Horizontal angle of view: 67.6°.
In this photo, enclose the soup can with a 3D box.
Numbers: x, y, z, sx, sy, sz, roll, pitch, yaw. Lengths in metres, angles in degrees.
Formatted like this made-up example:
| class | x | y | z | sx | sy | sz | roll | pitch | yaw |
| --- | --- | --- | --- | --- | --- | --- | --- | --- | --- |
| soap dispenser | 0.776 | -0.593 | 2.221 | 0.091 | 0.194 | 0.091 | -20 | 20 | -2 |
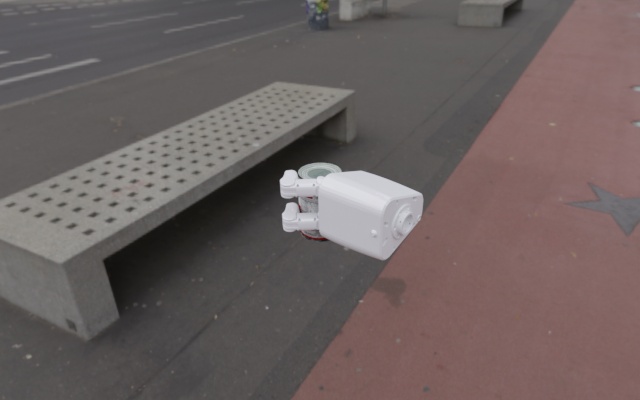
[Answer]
| class | x | y | z | sx | sy | sz | roll | pitch | yaw |
| --- | --- | --- | --- | --- | --- | --- | --- | --- | --- |
| soup can | 0.000 | 0.002 | 0.723 | 0.068 | 0.102 | 0.068 | -1 | 28 | 1 |
